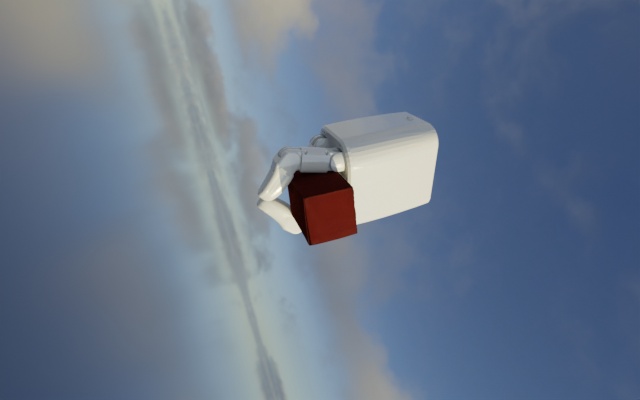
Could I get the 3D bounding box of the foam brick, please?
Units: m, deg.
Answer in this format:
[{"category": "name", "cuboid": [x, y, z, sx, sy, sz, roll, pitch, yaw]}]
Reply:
[{"category": "foam brick", "cuboid": [0.000, 0.002, 0.488, 0.051, 0.053, 0.078, -12, 25, -12]}]
